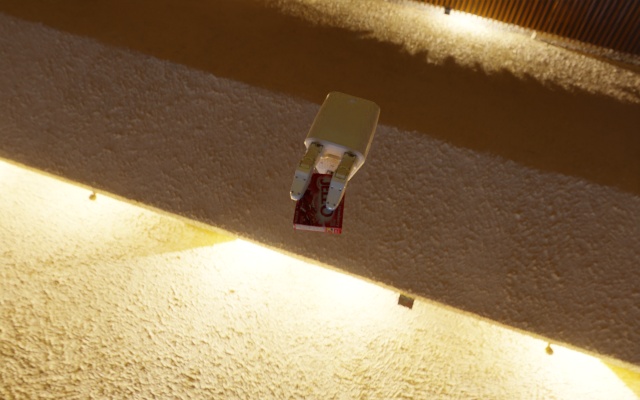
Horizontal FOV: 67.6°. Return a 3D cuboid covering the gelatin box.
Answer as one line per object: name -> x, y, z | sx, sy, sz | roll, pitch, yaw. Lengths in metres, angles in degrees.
gelatin box -> 0.000, 0.003, 0.724 | 0.073, 0.089, 0.030 | 6, -22, 3
